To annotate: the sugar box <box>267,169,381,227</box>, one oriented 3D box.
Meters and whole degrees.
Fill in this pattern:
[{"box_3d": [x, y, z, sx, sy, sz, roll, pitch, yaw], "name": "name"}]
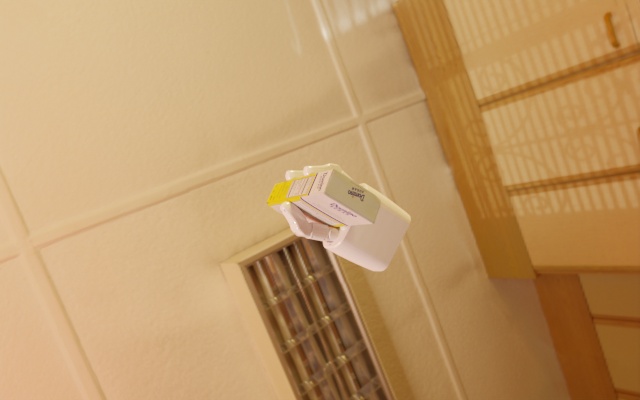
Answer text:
[{"box_3d": [0.000, 0.002, 0.715, 0.093, 0.048, 0.176, 31, -23, -26], "name": "sugar box"}]
